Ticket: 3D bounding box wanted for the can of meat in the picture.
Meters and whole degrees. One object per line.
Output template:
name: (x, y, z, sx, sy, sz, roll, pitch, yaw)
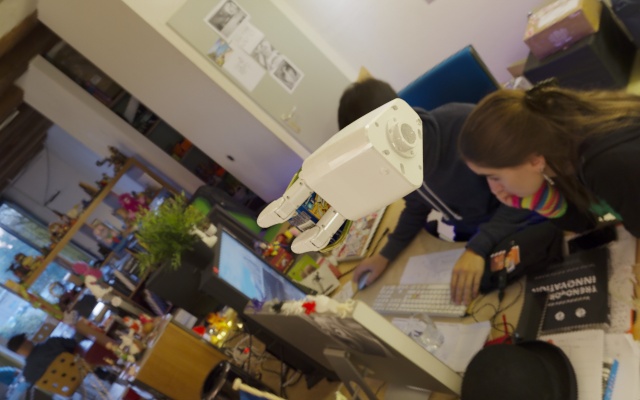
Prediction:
can of meat: (0.000, 0.002, 0.631, 0.084, 0.102, 0.057, 41, -38, -21)
